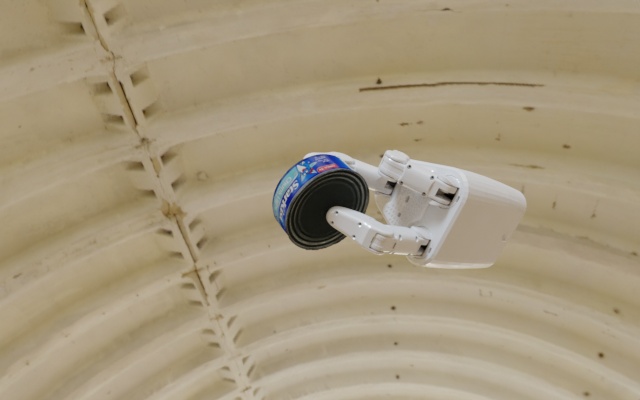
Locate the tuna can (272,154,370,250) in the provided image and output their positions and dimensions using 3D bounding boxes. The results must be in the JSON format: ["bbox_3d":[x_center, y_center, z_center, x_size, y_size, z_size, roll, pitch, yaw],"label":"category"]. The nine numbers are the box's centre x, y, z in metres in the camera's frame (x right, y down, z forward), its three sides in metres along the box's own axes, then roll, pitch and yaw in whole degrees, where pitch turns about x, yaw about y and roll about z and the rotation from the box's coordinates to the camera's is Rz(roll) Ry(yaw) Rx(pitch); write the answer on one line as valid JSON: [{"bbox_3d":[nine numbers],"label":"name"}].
[{"bbox_3d":[0.000,0.001,0.436,0.086,0.086,0.033,0,32,-35],"label":"tuna can"}]
